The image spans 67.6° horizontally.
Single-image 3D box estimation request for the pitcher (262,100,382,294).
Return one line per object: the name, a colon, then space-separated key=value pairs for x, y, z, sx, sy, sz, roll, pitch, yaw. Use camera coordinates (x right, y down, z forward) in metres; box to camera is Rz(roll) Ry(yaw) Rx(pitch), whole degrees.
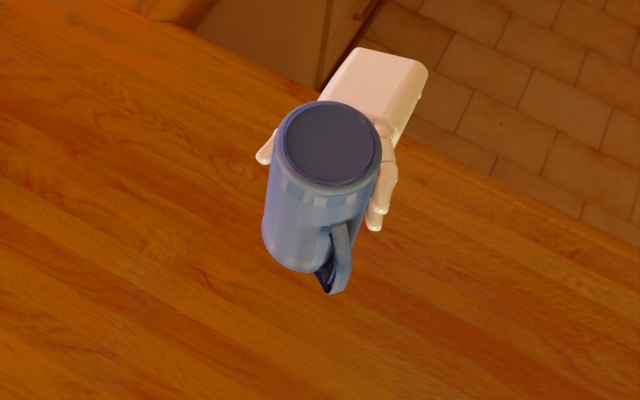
pitcher: x=0.000 y=0.002 z=0.565 sx=0.149 sy=0.145 sz=0.243 roll=29 pitch=-23 yaw=6
